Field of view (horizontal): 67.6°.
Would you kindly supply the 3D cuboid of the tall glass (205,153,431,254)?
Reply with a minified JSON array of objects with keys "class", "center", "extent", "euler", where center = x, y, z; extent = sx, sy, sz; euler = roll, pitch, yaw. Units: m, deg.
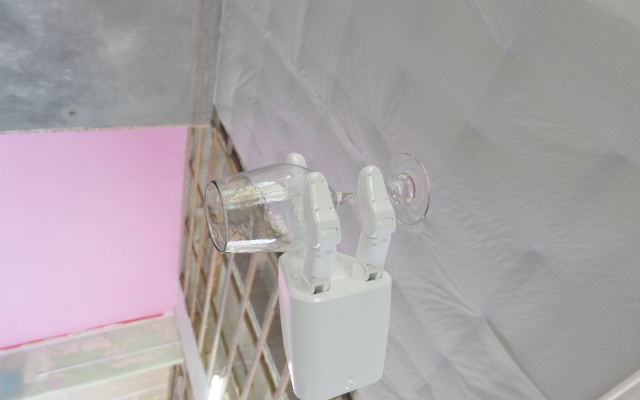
[{"class":"tall glass","center":[0.001,0.001,0.442],"extent":[0.201,0.079,0.079],"euler":[-8,4,-27]}]
